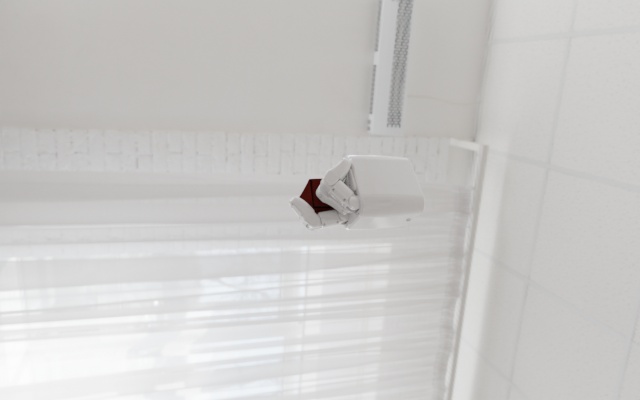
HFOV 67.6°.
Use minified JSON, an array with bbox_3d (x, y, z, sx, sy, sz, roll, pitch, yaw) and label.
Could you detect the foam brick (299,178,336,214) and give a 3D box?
[{"bbox_3d":[0.000,0.003,0.784,0.051,0.053,0.078,-2,-21,-16],"label":"foam brick"}]
